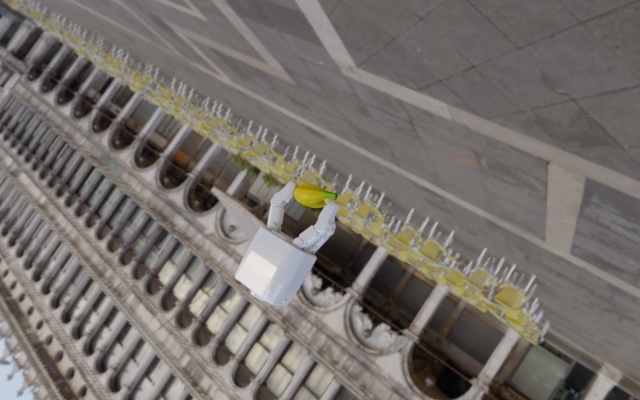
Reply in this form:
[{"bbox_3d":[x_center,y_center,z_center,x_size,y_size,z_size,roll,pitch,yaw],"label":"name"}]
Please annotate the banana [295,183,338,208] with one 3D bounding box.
[{"bbox_3d":[-0.016,-0.005,0.891,0.069,0.037,0.198,26,-4,-4],"label":"banana"}]
